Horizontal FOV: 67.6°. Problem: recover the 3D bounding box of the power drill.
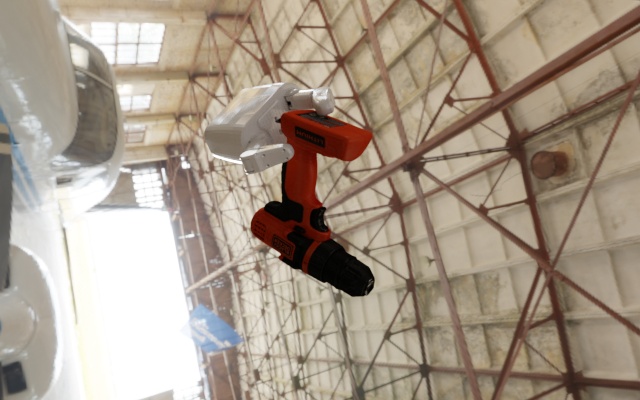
[{"bbox_3d":[0.000,0.001,0.553,0.184,0.188,0.057,27,27,29],"label":"power drill"}]
